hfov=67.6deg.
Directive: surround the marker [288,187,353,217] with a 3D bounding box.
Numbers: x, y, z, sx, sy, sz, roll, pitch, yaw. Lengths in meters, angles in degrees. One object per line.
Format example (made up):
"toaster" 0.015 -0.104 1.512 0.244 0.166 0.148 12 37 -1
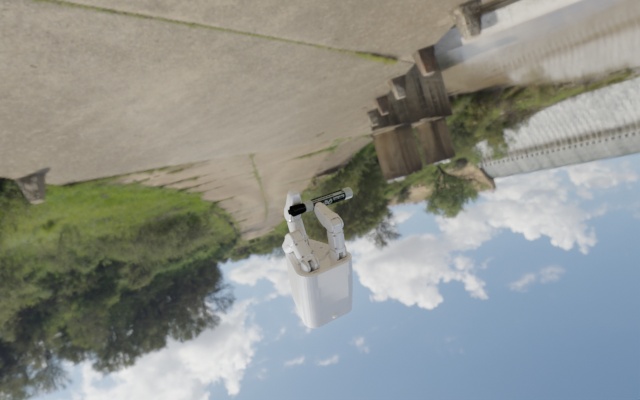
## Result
"marker" 0.000 0.003 0.789 0.121 0.020 0.020 -18 9 -29
